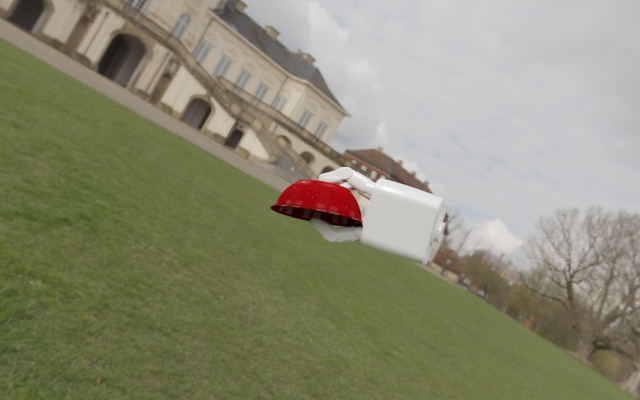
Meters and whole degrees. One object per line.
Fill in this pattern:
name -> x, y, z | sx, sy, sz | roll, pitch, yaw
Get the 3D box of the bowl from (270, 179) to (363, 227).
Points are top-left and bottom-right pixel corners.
bowl -> -0.001, 0.002, 0.798 | 0.162, 0.055, 0.162 | 10, -9, 2
